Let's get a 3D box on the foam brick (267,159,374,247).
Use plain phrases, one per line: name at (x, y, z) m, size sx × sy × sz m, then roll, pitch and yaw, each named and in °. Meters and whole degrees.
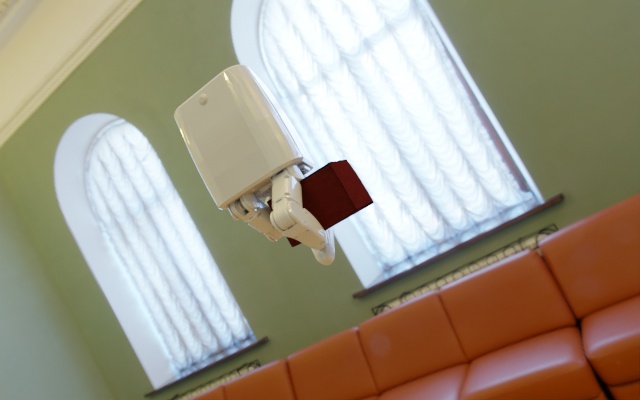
foam brick at (0.000, 0.001, 0.456) m, size 0.078 × 0.051 × 0.053 m, roll -31°, pitch -5°, yaw 23°
